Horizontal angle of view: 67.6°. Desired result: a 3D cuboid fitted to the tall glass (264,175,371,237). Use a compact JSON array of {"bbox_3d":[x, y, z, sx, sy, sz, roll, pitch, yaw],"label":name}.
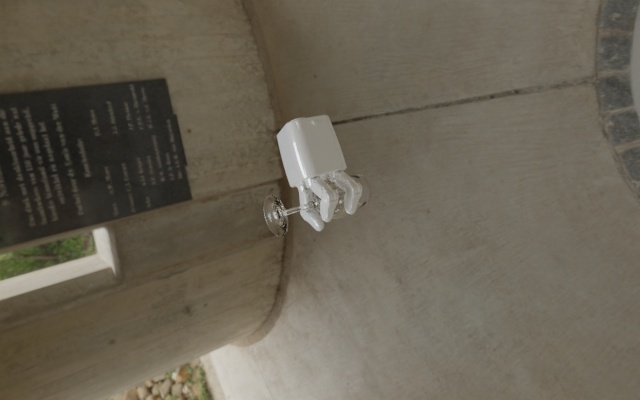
[{"bbox_3d":[0.000,0.003,0.875,0.201,0.079,0.079,-16,9,-35],"label":"tall glass"}]
